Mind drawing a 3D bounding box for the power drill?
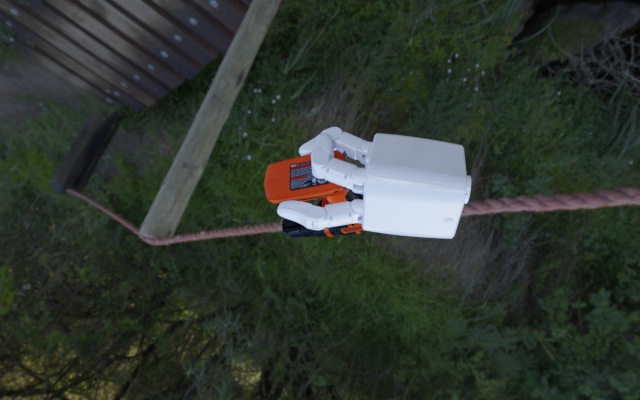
[{"bbox_3d":[0.000,0.002,0.652,0.184,0.057,0.188,-12,-23,20],"label":"power drill"}]
